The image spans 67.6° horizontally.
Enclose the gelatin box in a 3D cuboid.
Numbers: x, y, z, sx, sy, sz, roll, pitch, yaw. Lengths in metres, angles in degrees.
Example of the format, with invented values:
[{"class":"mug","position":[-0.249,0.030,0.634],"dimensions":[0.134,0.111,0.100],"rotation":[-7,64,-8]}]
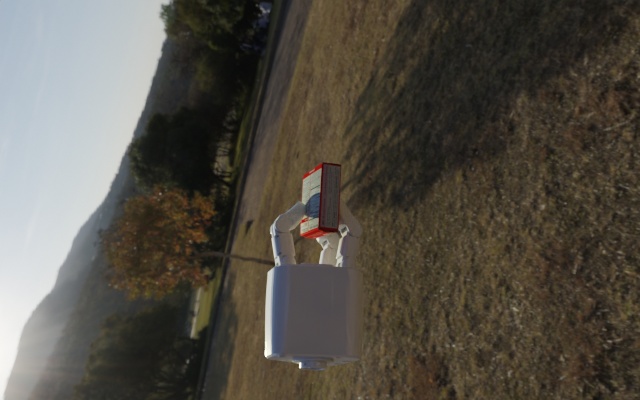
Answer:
[{"class":"gelatin box","position":[0.000,0.002,0.626],"dimensions":[0.030,0.089,0.073],"rotation":[7,-13,-20]}]
